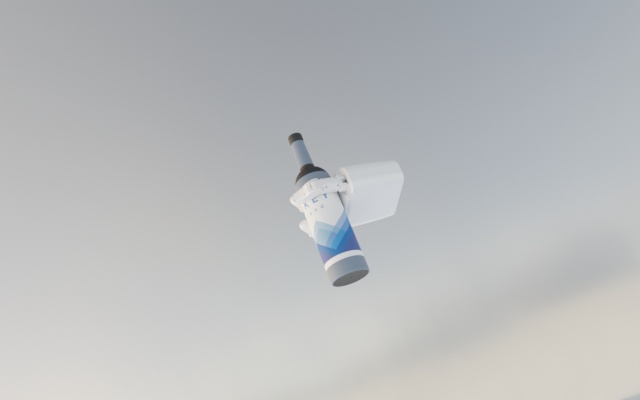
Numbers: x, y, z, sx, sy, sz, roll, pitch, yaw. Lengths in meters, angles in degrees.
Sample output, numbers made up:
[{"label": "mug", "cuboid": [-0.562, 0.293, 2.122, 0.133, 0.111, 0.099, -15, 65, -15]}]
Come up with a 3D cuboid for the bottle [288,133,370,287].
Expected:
[{"label": "bottle", "cuboid": [0.000, 0.003, 0.834, 0.069, 0.295, 0.069, -17, -27, -9]}]
